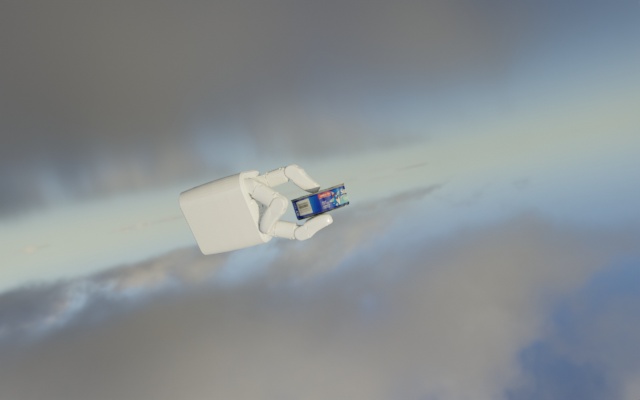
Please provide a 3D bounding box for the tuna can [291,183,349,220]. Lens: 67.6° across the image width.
[{"bbox_3d":[0.000,0.003,0.728,0.086,0.034,0.086,-18,0,0],"label":"tuna can"}]
